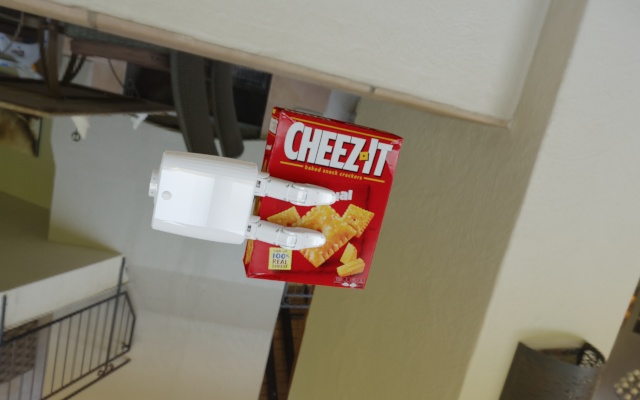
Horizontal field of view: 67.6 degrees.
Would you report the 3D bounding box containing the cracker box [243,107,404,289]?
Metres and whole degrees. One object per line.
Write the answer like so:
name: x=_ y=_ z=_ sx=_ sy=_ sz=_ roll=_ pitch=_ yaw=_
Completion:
cracker box: x=0.000 y=0.002 z=0.622 sx=0.164 sy=0.214 sz=0.072 roll=10 pitch=12 yaw=-16
